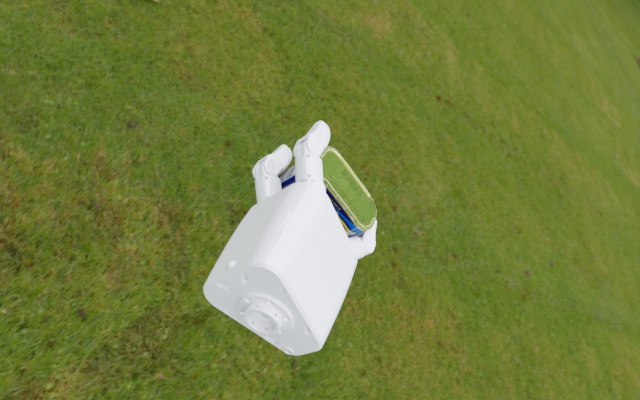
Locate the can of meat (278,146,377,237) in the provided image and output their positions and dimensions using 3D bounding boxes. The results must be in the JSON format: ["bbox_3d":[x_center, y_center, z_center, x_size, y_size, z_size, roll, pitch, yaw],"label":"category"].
[{"bbox_3d":[0.000,0.002,0.519,0.084,0.102,0.057,-27,20,37],"label":"can of meat"}]
